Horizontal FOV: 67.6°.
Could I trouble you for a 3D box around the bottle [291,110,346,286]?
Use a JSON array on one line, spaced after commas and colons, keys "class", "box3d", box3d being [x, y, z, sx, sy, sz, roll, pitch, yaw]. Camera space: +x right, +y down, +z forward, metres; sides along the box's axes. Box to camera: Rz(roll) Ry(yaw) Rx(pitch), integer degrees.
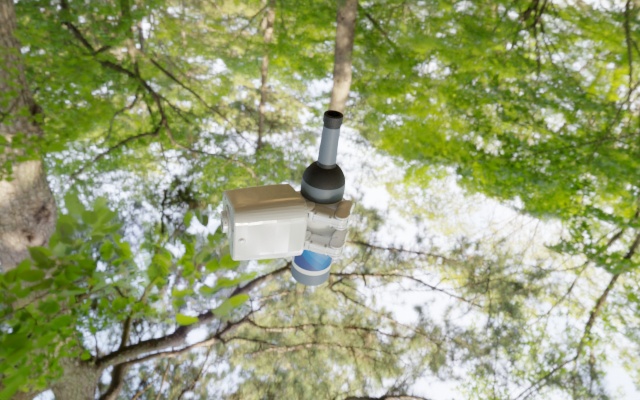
[{"class": "bottle", "box3d": [0.000, 0.003, 0.735, 0.069, 0.296, 0.069, 6, 34, -4]}]
